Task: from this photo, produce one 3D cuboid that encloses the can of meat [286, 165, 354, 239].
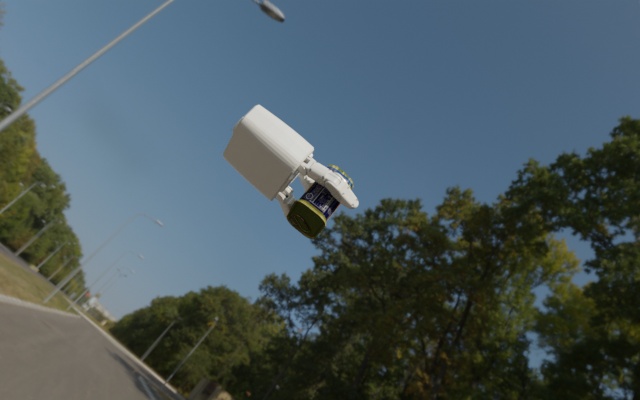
[{"bbox_3d":[0.000,0.002,0.737,0.057,0.084,0.102,38,-25,2],"label":"can of meat"}]
